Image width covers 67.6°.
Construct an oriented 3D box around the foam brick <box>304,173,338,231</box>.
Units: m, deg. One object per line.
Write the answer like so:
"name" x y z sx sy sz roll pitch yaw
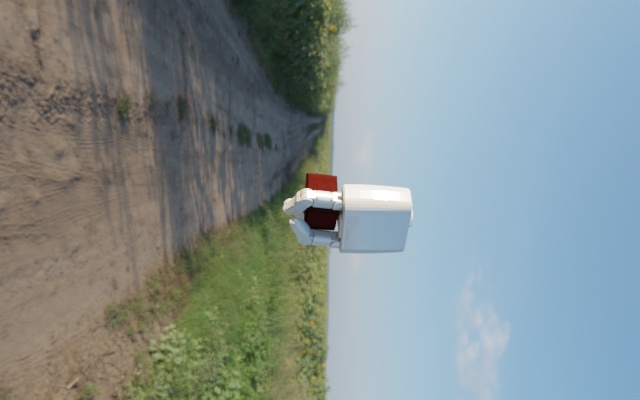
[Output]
"foam brick" 0.000 0.002 0.775 0.051 0.078 0.053 2 -35 -4
